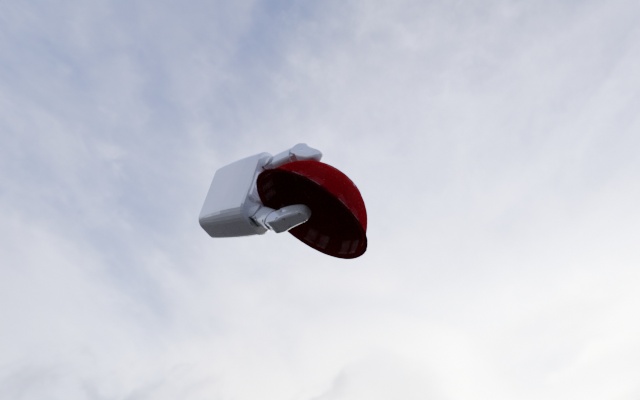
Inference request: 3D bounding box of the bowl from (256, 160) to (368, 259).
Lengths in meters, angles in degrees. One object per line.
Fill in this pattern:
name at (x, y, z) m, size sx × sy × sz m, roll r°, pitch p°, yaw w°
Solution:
bowl at (0.001, 0.002, 0.599) m, size 0.162 × 0.055 × 0.162 m, roll 28°, pitch -29°, yaw 17°
